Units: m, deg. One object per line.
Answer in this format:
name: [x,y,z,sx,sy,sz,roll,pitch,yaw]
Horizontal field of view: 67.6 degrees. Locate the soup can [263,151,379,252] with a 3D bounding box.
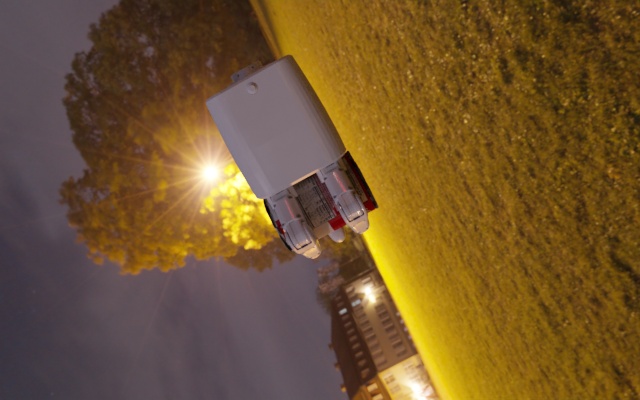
soup can: [0.000,0.002,0.498,0.102,0.068,0.068,-28,-2,3]
